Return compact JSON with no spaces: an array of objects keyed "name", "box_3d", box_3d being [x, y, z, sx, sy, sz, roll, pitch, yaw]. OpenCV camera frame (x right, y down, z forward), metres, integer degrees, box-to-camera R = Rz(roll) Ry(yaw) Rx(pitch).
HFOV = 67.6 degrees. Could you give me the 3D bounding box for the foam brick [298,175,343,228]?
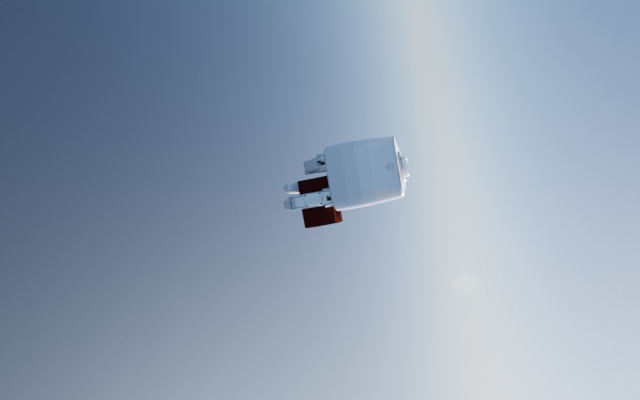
[{"name":"foam brick","box_3d":[0.000,0.003,0.761,0.051,0.078,0.053,-9,-1,15]}]
